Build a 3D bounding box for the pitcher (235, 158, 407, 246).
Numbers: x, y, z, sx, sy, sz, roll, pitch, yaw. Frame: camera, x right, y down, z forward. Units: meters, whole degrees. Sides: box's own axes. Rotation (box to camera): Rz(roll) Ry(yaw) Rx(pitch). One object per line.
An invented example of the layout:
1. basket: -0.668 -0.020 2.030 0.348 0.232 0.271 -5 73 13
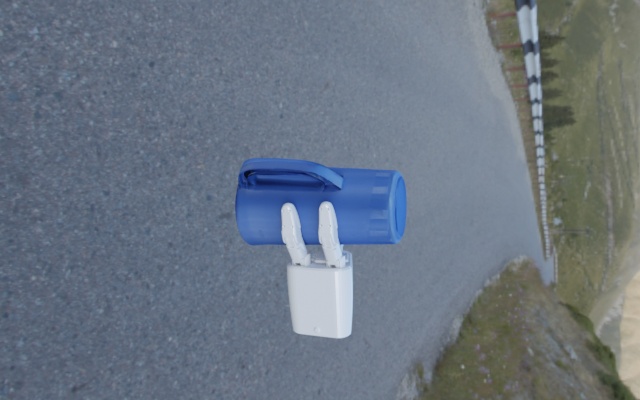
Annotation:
1. pitcher: 0.000 0.003 0.720 0.243 0.145 0.149 1 10 19
